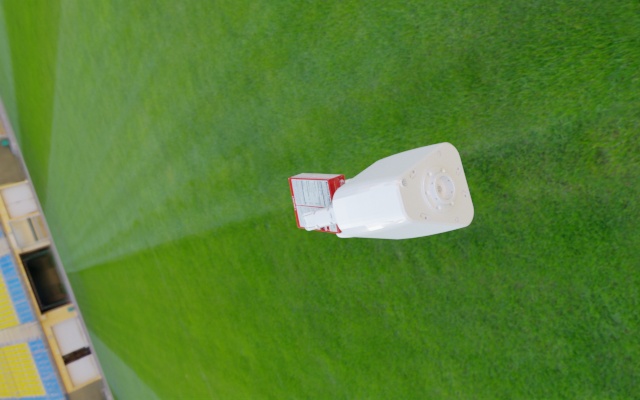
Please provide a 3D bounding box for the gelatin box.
[{"bbox_3d":[0.000,0.002,0.637,0.030,0.073,0.089,-21,16,-38],"label":"gelatin box"}]
